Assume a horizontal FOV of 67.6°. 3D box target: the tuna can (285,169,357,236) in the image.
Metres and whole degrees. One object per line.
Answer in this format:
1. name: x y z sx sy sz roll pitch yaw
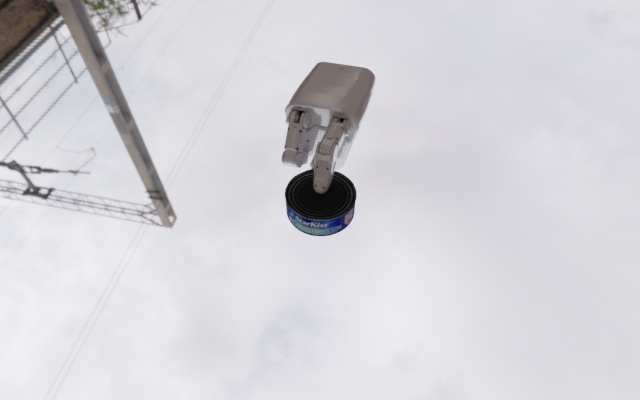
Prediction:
1. tuna can: 0.000 0.002 0.579 0.086 0.086 0.034 0 -44 -1
